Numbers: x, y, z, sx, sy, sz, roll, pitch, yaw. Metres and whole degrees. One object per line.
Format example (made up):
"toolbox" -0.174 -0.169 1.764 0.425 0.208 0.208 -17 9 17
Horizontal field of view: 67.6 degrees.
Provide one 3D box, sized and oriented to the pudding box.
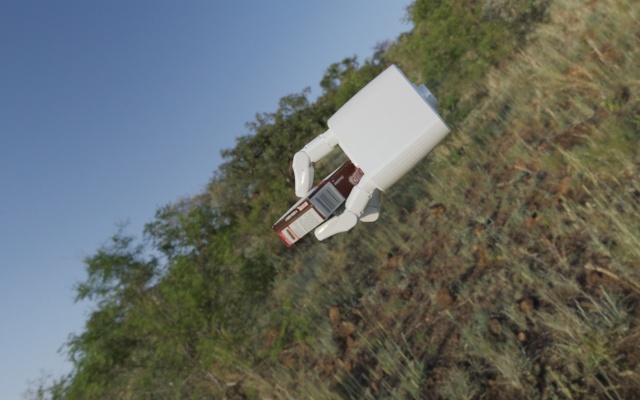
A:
"pudding box" 0.000 0.002 0.623 0.090 0.039 0.113 -40 1 45
